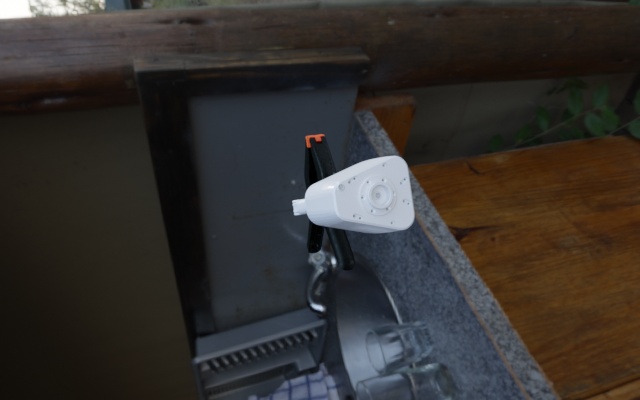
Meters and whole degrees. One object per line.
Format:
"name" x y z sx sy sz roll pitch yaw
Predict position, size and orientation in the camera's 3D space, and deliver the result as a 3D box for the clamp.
"clamp" -0.001 0.002 0.766 0.036 0.210 0.164 -9 0 -20
